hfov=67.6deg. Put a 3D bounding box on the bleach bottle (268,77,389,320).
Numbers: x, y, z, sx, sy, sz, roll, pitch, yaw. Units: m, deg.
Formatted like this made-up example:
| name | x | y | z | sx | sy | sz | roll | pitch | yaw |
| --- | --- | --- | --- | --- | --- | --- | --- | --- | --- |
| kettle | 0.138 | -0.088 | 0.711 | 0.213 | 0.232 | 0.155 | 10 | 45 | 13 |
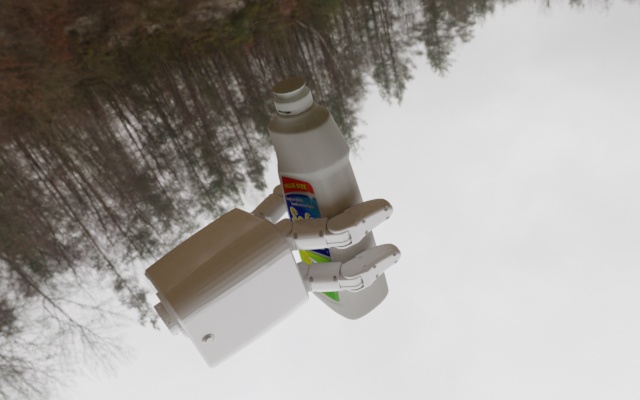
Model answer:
| name | x | y | z | sx | sy | sz | roll | pitch | yaw |
| --- | --- | --- | --- | --- | --- | --- | --- | --- | --- |
| bleach bottle | 0.000 | 0.002 | 0.458 | 0.068 | 0.251 | 0.102 | -34 | 40 | -21 |
